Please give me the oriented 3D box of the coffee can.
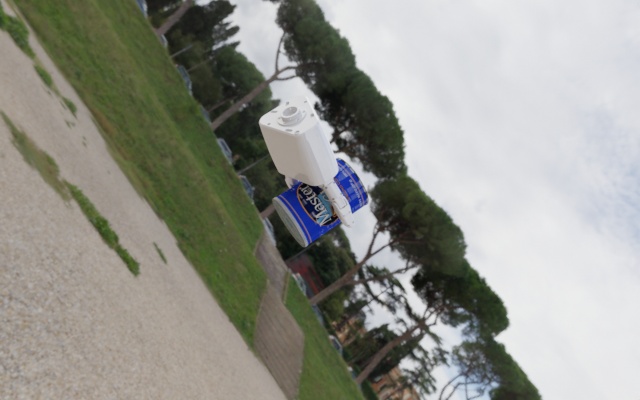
[{"bbox_3d":[0.000,0.003,0.854,0.140,0.103,0.103,-34,8,-12],"label":"coffee can"}]
